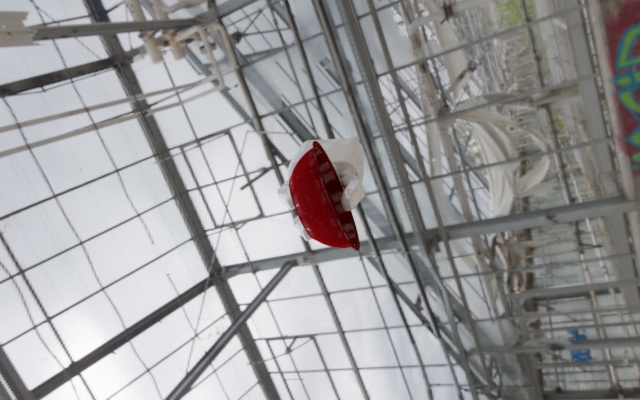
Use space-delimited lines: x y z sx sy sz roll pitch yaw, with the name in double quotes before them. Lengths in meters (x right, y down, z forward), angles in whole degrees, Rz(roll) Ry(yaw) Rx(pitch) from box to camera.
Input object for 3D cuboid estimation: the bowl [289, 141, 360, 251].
"bowl" 0.000 0.003 0.658 0.055 0.162 0.162 -22 -4 9
